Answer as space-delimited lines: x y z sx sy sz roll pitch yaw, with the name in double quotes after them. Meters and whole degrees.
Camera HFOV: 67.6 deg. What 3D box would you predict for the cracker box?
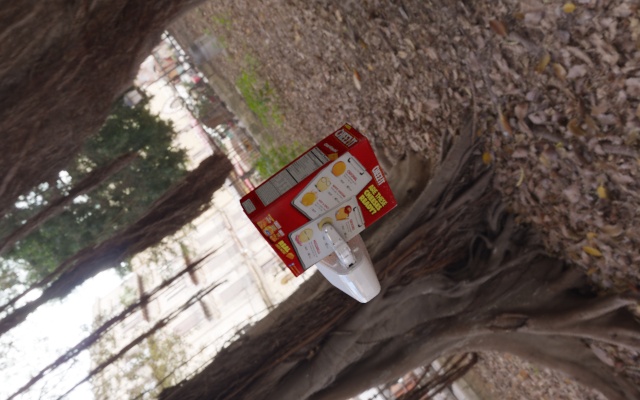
0.000 0.003 0.772 0.213 0.164 0.072 -36 43 -5 "cracker box"
